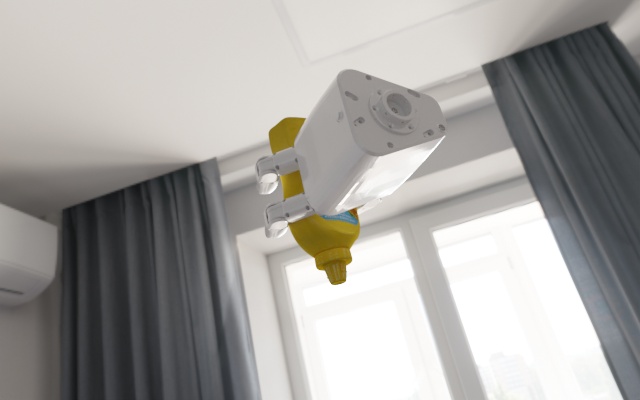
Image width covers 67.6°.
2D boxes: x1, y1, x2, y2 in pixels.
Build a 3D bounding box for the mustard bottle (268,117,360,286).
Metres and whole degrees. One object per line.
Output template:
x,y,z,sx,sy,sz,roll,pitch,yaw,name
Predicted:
0.000,0.002,0.540,0.058,0.191,0.096,-31,-29,34,mustard bottle
